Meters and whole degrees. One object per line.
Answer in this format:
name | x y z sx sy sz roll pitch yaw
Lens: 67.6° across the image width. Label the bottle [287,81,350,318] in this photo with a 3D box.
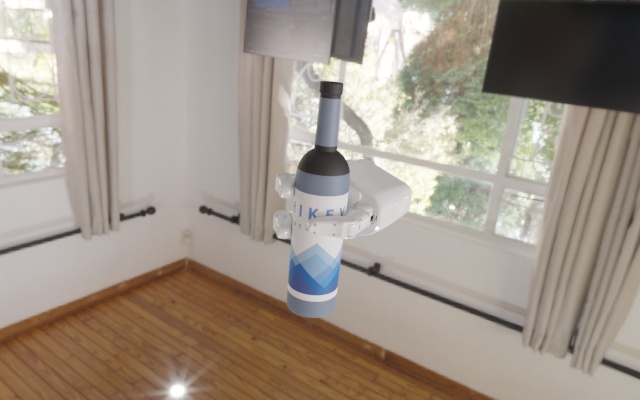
bottle | 0.000 0.002 0.599 0.069 0.296 0.069 5 19 -2
